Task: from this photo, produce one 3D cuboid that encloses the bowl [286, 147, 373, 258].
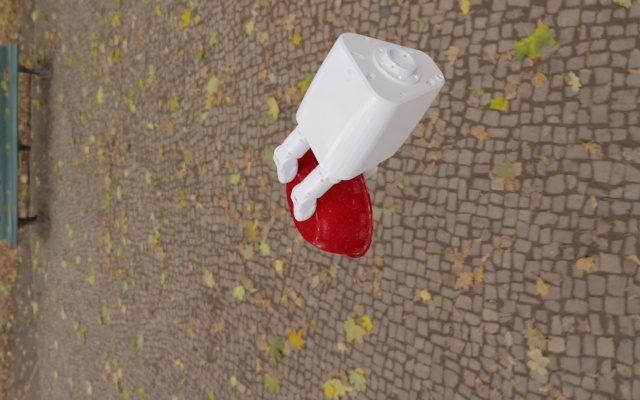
[{"bbox_3d":[0.000,0.003,0.594,0.055,0.162,0.162,-17,6,-22],"label":"bowl"}]
